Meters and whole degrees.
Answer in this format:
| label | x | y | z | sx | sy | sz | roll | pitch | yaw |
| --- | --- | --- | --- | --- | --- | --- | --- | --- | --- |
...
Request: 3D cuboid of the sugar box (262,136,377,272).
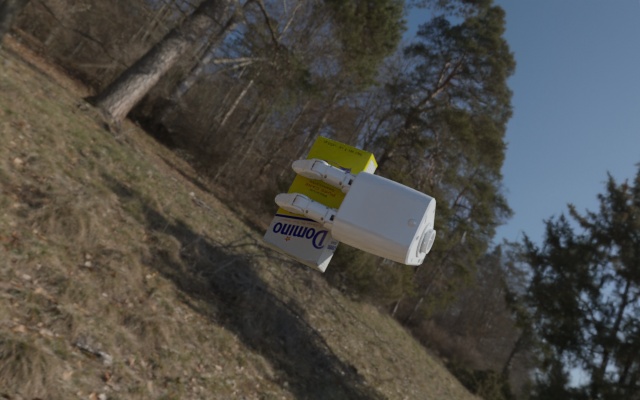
| label | x | y | z | sx | sy | sz | roll | pitch | yaw |
| --- | --- | --- | --- | --- | --- | --- | --- | --- | --- |
| sugar box | 0.000 | 0.002 | 0.676 | 0.093 | 0.176 | 0.048 | 21 | -17 | 24 |
